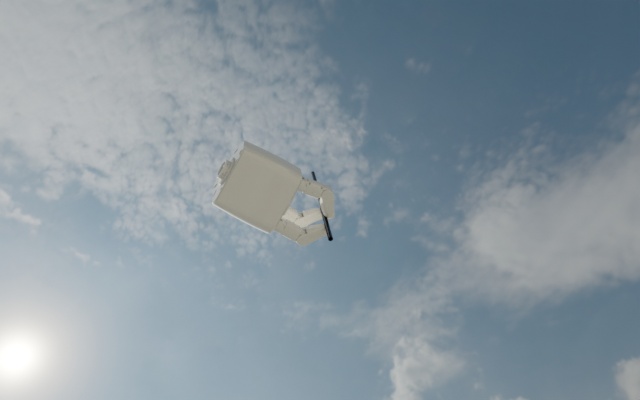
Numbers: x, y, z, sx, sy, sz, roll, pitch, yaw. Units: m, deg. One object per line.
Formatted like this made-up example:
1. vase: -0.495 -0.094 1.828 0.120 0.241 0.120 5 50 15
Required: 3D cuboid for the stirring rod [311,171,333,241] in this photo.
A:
1. stirring rod: 0.000 0.003 0.858 0.011 0.011 0.239 0 29 -9
